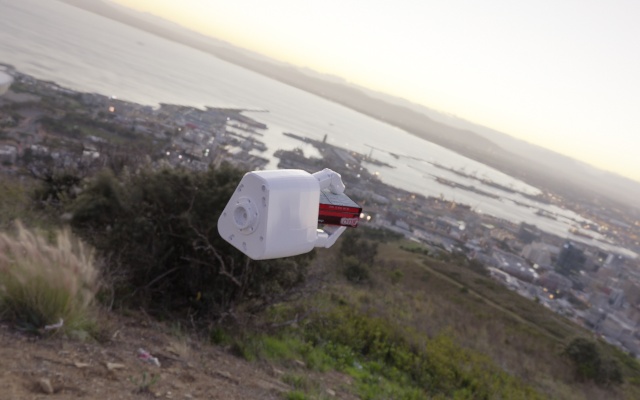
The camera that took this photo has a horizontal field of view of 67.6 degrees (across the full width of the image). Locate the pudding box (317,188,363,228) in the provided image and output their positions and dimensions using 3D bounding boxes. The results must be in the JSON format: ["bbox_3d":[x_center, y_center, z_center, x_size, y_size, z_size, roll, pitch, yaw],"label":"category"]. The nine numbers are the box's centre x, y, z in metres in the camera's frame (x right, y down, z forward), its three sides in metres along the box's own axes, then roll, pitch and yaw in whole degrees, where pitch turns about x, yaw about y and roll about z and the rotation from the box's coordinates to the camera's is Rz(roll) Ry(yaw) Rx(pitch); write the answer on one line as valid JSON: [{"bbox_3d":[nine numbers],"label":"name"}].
[{"bbox_3d":[0.000,0.002,0.750,0.090,0.039,0.113,8,20,-28],"label":"pudding box"}]
